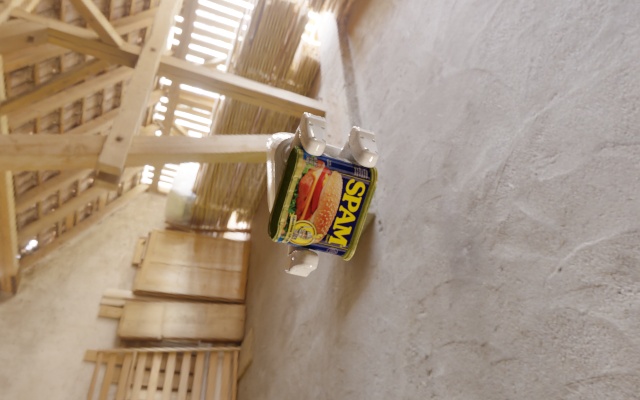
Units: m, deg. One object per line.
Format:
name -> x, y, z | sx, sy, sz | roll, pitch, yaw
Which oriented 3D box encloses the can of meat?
can of meat -> 0.000, 0.002, 0.486 | 0.084, 0.102, 0.057 | 14, 12, -16
